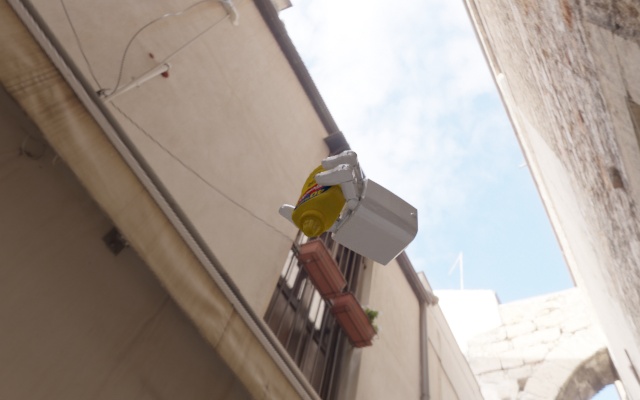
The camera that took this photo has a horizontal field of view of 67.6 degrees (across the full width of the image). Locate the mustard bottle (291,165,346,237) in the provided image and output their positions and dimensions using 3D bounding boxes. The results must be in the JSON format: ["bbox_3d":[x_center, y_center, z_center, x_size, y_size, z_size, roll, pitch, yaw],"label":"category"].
[{"bbox_3d":[0.000,0.002,0.774,0.096,0.058,0.191,-30,19,24],"label":"mustard bottle"}]
